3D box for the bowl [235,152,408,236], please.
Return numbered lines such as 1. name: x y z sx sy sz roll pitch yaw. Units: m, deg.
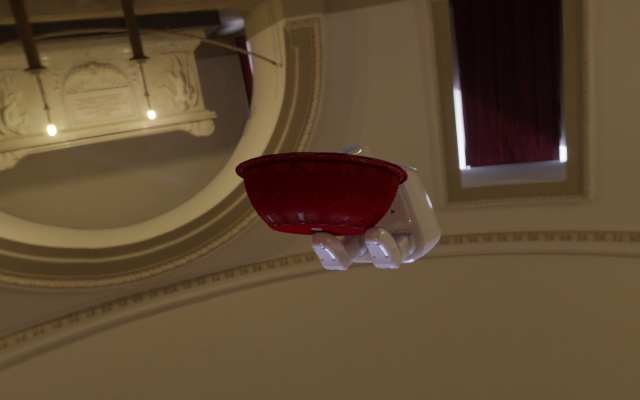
1. bowl: -0.001 0.002 0.448 0.162 0.055 0.162 2 -10 0
